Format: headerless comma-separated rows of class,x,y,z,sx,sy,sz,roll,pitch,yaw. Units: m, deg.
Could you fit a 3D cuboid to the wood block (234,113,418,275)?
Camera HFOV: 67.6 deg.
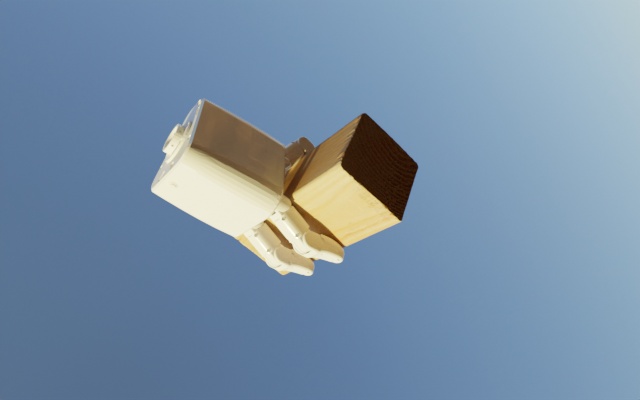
wood block,0.000,0.001,0.553,0.090,0.090,0.206,41,-42,-18
